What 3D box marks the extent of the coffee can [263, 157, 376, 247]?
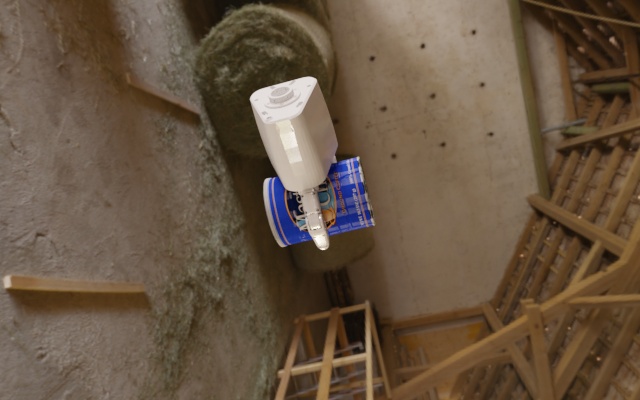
[{"bbox_3d":[0.000,0.002,0.691,0.140,0.103,0.103,-13,-2,7],"label":"coffee can"}]
